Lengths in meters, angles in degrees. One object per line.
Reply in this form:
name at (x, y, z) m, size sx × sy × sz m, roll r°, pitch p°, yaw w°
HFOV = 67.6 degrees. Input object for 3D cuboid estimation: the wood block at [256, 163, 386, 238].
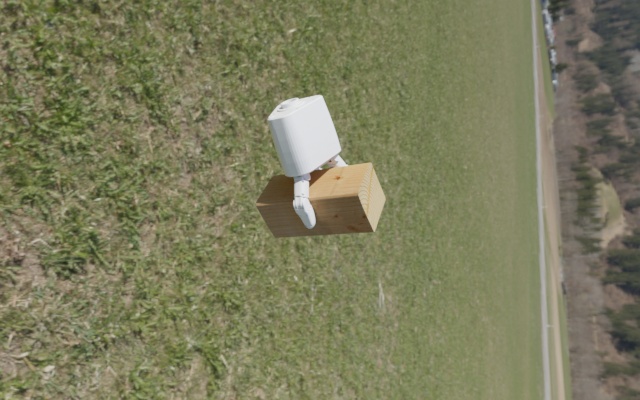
wood block at (0.000, 0.003, 0.872) m, size 0.206 × 0.090 × 0.090 m, roll -6°, pitch 38°, yaw 29°
